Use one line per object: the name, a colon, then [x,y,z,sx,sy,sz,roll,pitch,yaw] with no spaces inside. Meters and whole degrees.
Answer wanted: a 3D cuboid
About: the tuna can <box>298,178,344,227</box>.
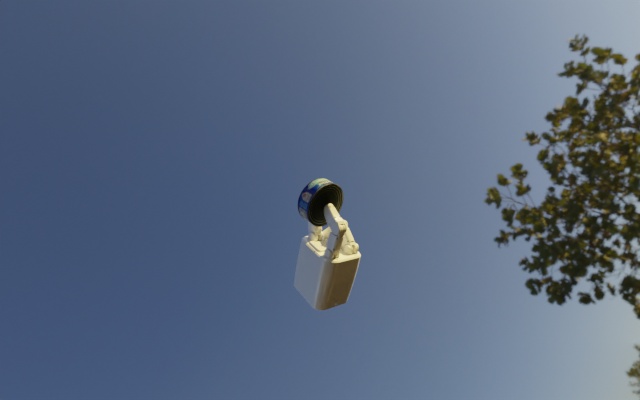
tuna can: [0.000,0.003,0.877,0.086,0.086,0.033,0,23,-45]
